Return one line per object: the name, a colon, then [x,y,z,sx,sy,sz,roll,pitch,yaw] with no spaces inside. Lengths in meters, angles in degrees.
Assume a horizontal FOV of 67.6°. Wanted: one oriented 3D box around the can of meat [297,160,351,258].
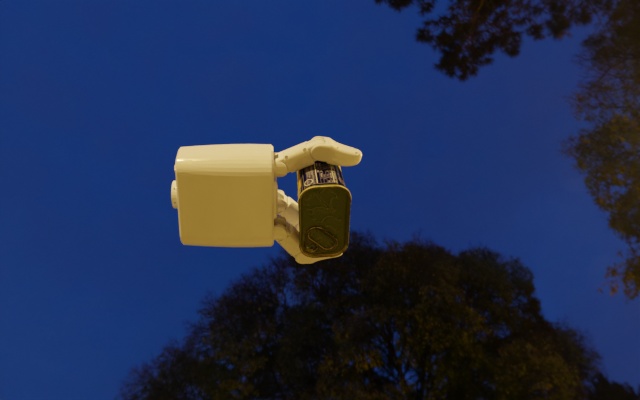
can of meat: [0.000,0.002,0.563,0.057,0.102,0.084,-3,37,-5]
